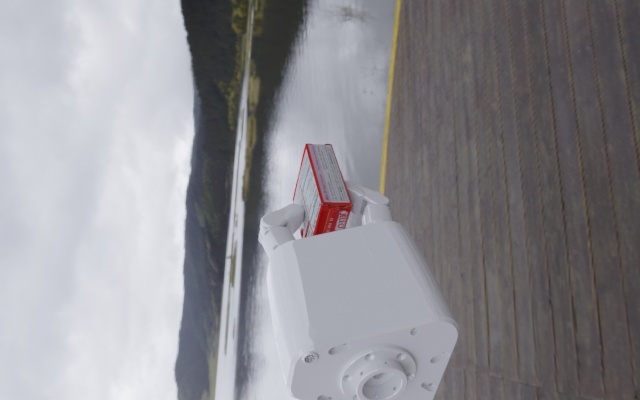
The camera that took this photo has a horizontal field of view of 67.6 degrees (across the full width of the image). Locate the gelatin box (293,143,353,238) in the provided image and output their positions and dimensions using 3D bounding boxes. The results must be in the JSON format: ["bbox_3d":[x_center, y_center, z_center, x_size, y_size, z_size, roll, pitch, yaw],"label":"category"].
[{"bbox_3d":[0.000,0.001,0.447,0.030,0.073,0.089,0,43,-16],"label":"gelatin box"}]
